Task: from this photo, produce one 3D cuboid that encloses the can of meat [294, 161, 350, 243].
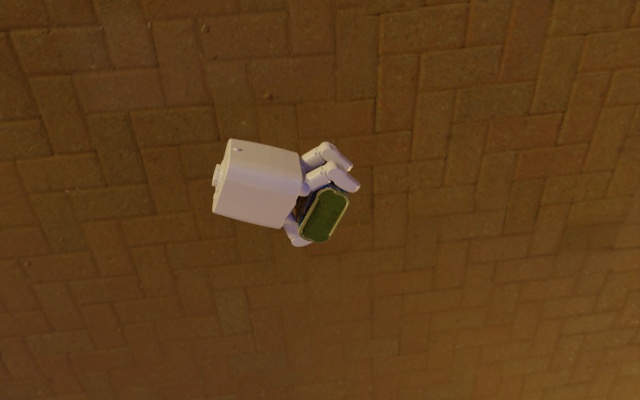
[{"bbox_3d":[0.000,0.003,0.729,0.057,0.102,0.084,18,29,-19],"label":"can of meat"}]
